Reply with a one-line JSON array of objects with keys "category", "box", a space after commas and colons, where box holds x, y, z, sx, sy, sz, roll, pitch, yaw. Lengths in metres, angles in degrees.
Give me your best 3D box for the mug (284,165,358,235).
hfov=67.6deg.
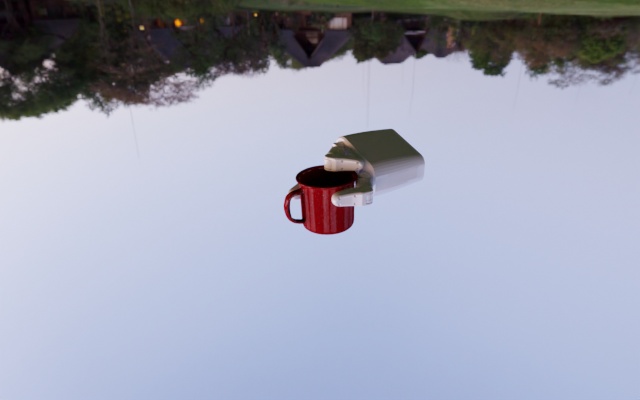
[{"category": "mug", "box": [-0.001, 0.003, 0.721, 0.117, 0.081, 0.093, -15, 28, -25]}]
